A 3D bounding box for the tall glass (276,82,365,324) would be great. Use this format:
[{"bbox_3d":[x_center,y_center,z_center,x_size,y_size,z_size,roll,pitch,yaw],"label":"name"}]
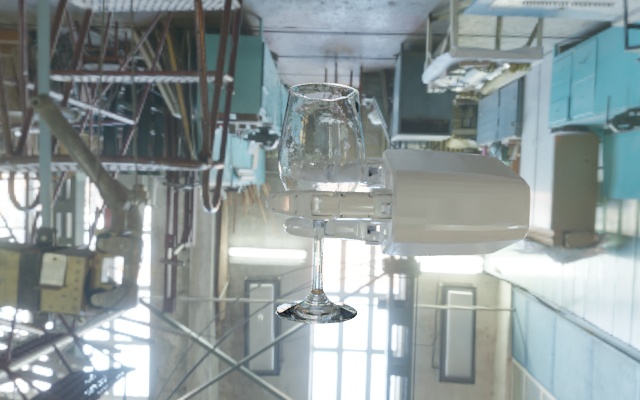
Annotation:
[{"bbox_3d":[0.000,0.002,0.427,0.079,0.201,0.079,1,2,0],"label":"tall glass"}]
